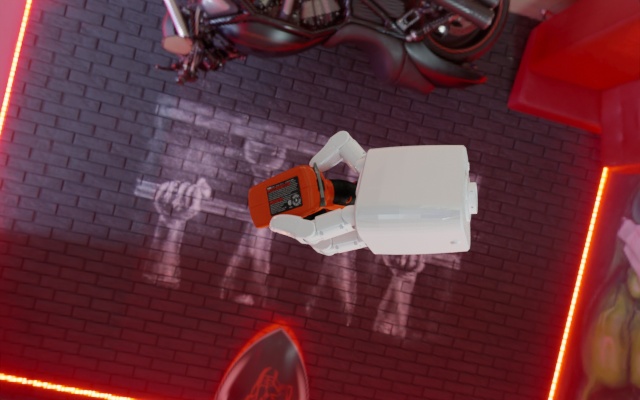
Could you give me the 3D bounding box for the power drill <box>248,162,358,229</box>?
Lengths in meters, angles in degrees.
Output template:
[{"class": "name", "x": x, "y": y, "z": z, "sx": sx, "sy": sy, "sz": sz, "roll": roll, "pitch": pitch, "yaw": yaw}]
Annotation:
[{"class": "power drill", "x": 0.000, "y": 0.002, "z": 0.619, "sx": 0.184, "sy": 0.057, "sz": 0.187, "roll": -22, "pitch": -13, "yaw": 37}]
